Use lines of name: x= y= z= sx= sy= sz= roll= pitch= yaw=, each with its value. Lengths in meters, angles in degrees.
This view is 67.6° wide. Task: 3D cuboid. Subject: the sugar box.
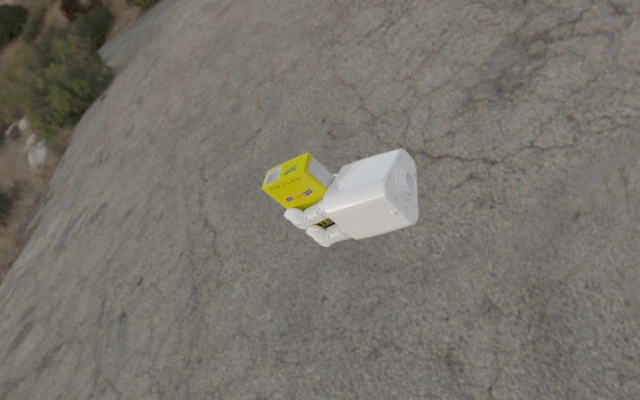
sugar box: x=0.000 y=0.003 z=0.768 sx=0.093 sy=0.048 sz=0.176 roll=-19 pitch=-48 yaw=37
